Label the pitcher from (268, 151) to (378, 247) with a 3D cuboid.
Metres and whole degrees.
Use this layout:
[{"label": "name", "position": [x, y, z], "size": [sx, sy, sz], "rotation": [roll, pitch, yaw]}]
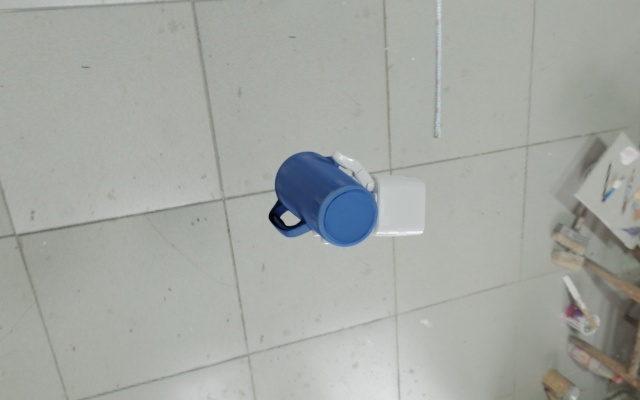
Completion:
[{"label": "pitcher", "position": [0.000, 0.003, 0.876], "size": [0.145, 0.149, 0.242], "rotation": [4, 14, -21]}]
